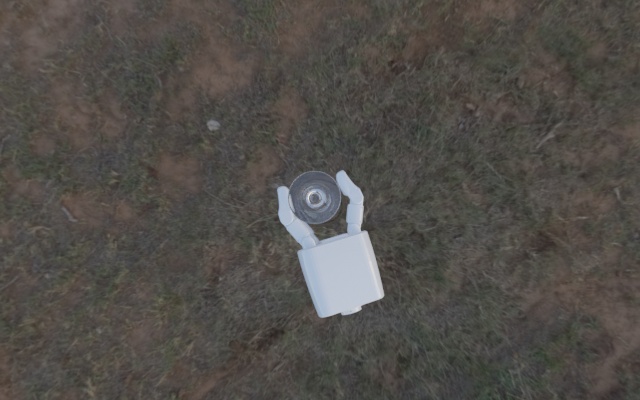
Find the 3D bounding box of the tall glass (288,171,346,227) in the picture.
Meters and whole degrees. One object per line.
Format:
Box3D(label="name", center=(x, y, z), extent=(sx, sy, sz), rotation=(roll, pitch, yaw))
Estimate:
Box3D(label="tall glass", center=(0.000, 0.002, 0.762), extent=(0.079, 0.079, 0.201), rotation=(0, -3, 5))
